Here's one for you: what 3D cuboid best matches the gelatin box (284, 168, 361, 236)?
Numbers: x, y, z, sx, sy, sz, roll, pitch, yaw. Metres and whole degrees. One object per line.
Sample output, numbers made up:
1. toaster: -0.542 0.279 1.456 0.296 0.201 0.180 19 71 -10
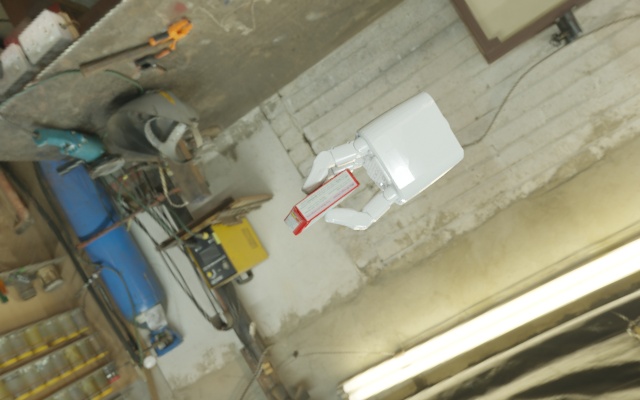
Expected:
1. gelatin box: 0.000 0.003 0.607 0.089 0.030 0.073 -37 -4 -21
